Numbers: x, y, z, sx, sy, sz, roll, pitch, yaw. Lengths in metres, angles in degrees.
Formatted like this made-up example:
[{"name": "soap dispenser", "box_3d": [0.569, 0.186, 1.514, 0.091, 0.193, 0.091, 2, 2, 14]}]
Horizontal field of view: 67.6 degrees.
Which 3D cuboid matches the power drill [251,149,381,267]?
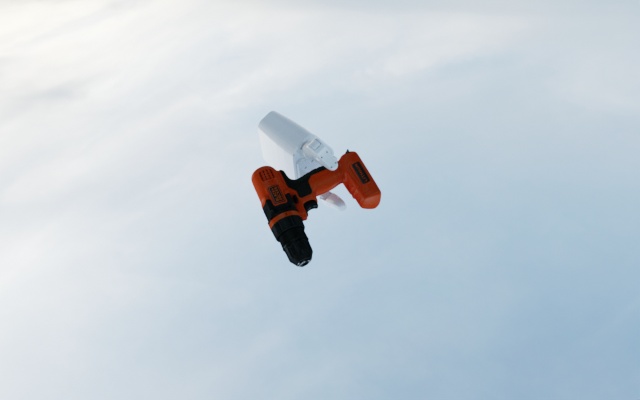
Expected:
[{"name": "power drill", "box_3d": [0.000, 0.002, 0.774, 0.187, 0.184, 0.057, -18, -27, -19]}]
